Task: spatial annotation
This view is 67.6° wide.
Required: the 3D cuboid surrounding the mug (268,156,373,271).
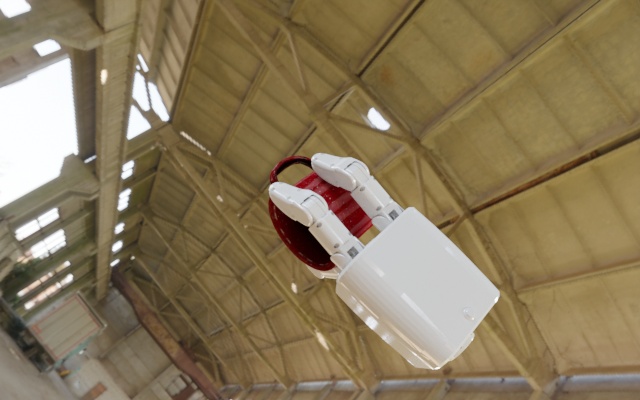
[{"bbox_3d":[-0.001,0.001,0.483,0.081,0.117,0.093,-37,-14,-31],"label":"mug"}]
